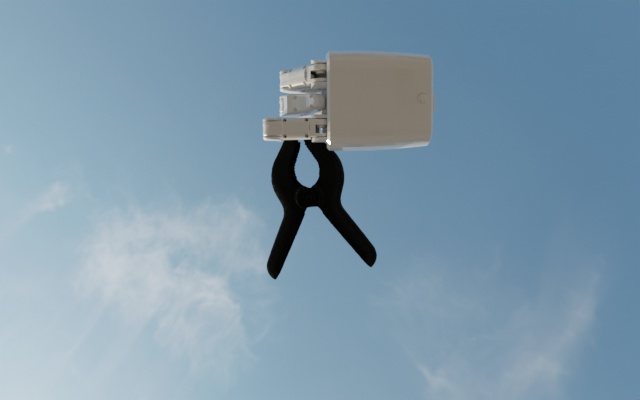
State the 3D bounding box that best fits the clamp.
[{"bbox_3d":[0.000,0.001,0.517,0.120,0.171,0.039,0,7,1],"label":"clamp"}]
